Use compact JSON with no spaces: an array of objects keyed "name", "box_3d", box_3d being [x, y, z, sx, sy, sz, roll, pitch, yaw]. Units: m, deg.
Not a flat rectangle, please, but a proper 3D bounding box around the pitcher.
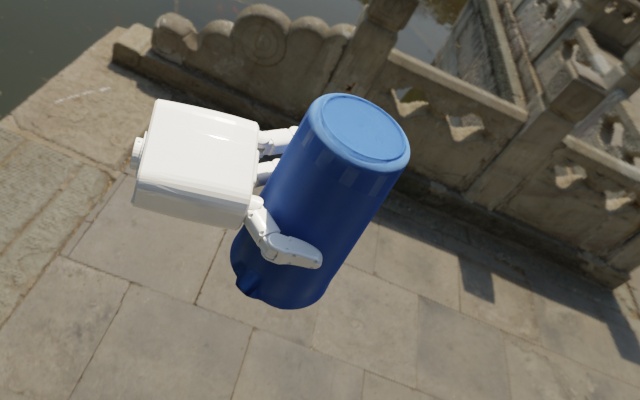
[{"name":"pitcher","box_3d":[0.000,0.002,0.535,0.145,0.149,0.243,12,-44,-20]}]
